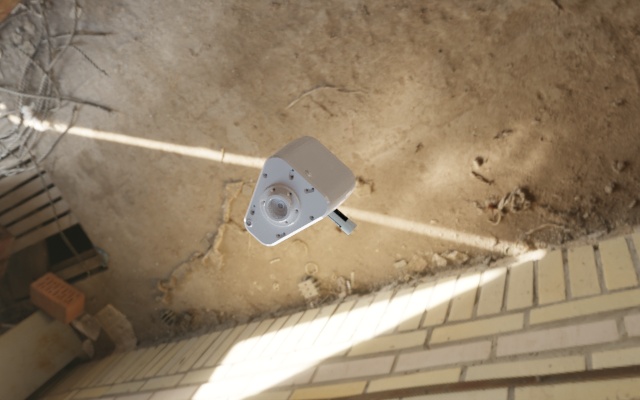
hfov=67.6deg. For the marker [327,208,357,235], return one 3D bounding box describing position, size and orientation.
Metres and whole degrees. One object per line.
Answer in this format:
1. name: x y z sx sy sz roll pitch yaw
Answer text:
1. marker: 0.000 0.002 0.674 0.121 0.020 0.020 41 2 2
